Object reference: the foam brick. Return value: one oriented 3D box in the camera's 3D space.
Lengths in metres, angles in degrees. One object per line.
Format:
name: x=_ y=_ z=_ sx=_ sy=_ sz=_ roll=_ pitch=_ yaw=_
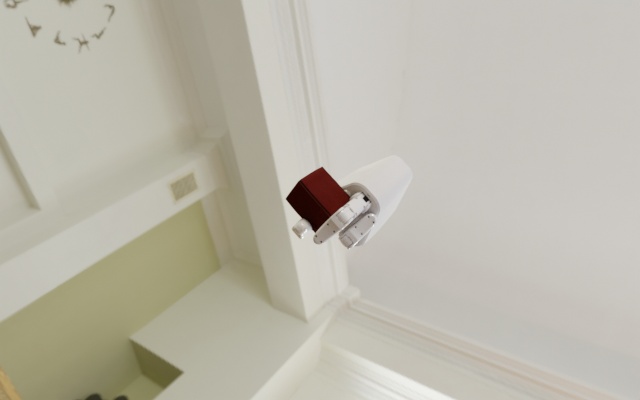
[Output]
foam brick: x=0.000 y=0.002 z=0.673 sx=0.051 sy=0.078 sz=0.053 roll=-38 pitch=-5 yaw=-39
